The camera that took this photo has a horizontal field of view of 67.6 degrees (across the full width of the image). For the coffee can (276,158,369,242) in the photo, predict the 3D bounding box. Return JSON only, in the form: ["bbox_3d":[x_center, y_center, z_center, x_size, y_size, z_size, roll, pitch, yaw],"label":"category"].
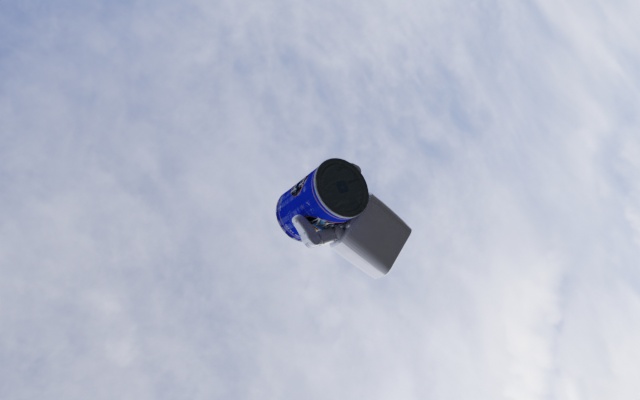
[{"bbox_3d":[0.000,0.003,0.815,0.103,0.102,0.140,0,-20,-34],"label":"coffee can"}]
